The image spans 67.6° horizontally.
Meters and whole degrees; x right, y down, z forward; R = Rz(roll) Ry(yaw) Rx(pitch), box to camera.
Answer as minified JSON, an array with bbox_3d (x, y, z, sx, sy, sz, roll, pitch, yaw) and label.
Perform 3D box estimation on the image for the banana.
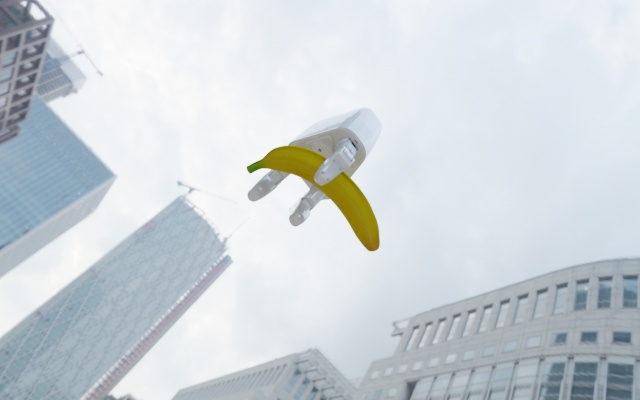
[{"bbox_3d":[0.007,-0.014,0.603,0.198,0.070,0.037,34,25,-1],"label":"banana"}]
